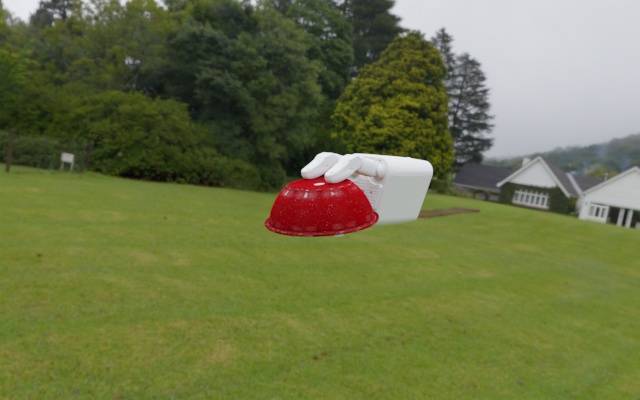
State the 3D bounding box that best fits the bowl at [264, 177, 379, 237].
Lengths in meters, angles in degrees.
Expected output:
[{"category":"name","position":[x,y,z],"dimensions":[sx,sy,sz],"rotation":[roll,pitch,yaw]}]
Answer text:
[{"category":"bowl","position":[-0.001,0.002,0.666],"dimensions":[0.162,0.055,0.162],"rotation":[-4,13,1]}]
